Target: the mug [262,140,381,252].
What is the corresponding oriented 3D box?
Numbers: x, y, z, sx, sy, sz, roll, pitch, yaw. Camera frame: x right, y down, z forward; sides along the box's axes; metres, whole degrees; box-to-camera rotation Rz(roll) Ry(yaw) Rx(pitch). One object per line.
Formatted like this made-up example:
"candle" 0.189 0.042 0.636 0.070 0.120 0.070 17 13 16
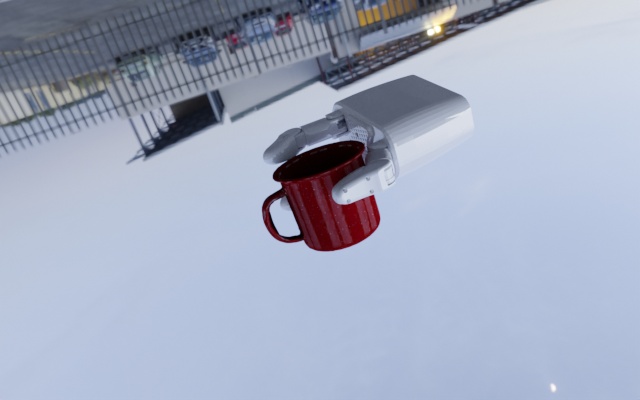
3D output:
"mug" -0.001 0.002 0.463 0.117 0.081 0.093 -26 21 -17
